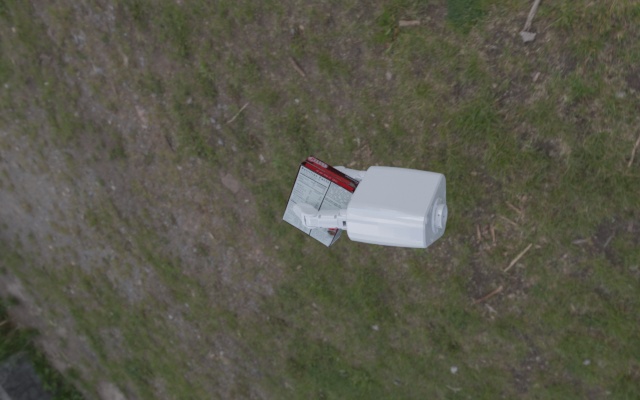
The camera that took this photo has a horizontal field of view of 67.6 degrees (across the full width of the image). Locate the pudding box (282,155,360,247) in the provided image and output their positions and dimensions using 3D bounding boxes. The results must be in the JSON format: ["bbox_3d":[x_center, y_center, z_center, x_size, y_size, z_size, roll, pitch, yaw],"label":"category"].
[{"bbox_3d":[0.000,0.002,0.701,0.090,0.114,0.039,31,36,11],"label":"pudding box"}]
